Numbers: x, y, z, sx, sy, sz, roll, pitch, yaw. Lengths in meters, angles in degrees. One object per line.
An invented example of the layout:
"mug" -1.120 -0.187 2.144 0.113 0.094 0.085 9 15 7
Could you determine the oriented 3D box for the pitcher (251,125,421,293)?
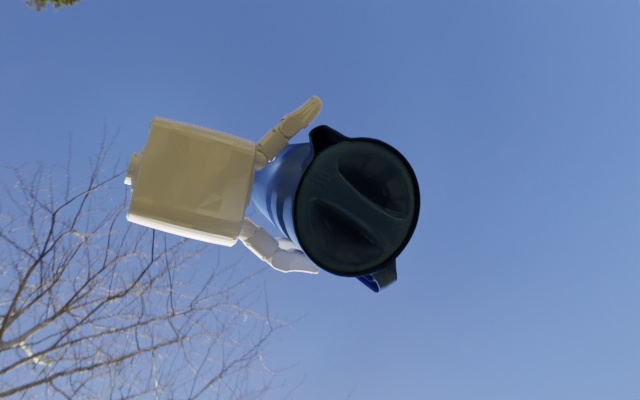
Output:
"pitcher" 0.000 0.002 0.553 0.145 0.149 0.243 15 2 -22
